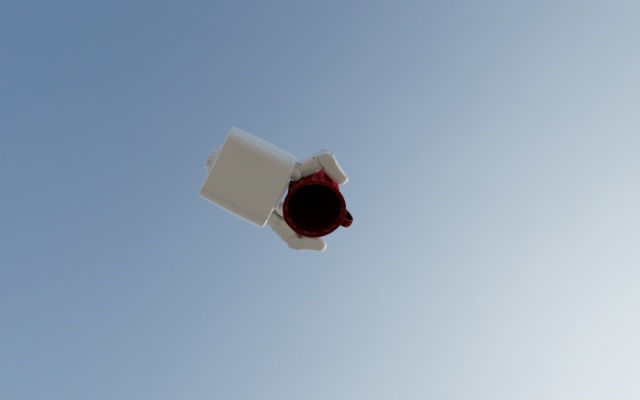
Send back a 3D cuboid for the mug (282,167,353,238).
[{"bbox_3d":[0.001,0.003,0.732,0.117,0.093,0.081,28,21,-14],"label":"mug"}]
